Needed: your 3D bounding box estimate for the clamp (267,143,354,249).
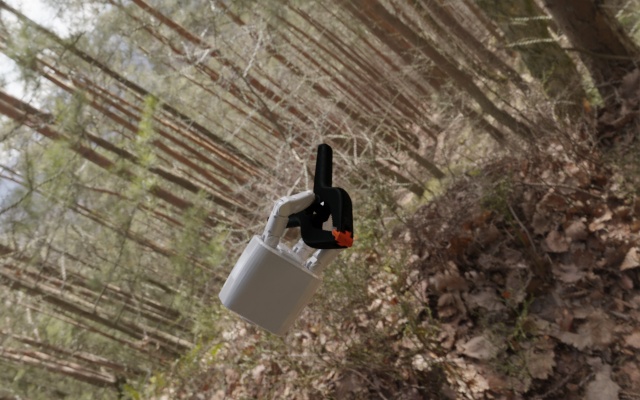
[{"bbox_3d":[0.000,0.002,0.703,0.036,0.164,0.210,30,3,-30],"label":"clamp"}]
